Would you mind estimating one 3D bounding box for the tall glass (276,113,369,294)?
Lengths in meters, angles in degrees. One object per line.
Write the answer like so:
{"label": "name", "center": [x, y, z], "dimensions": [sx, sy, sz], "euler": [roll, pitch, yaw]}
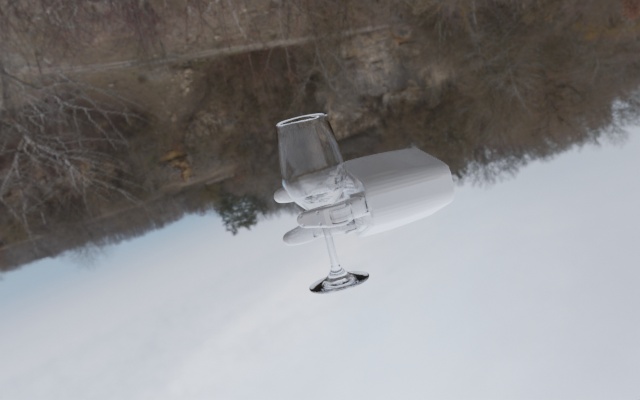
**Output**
{"label": "tall glass", "center": [0.000, 0.003, 0.563], "dimensions": [0.079, 0.201, 0.079], "euler": [-13, 5, 1]}
